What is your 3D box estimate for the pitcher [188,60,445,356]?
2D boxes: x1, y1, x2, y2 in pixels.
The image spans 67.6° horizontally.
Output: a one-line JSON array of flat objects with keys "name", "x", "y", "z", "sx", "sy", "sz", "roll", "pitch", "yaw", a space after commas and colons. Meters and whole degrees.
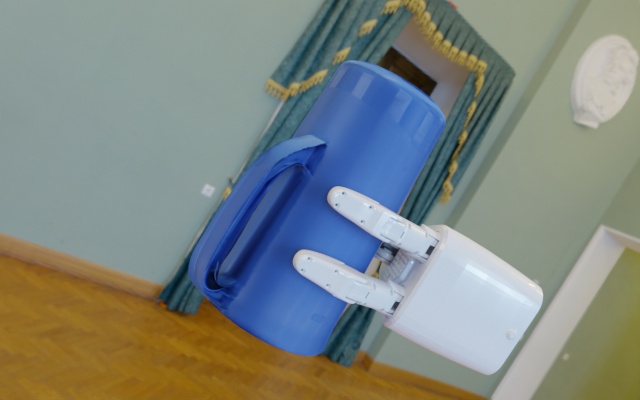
[{"name": "pitcher", "x": 0.000, "y": 0.001, "z": 0.423, "sx": 0.145, "sy": 0.243, "sz": 0.149, "roll": 30, "pitch": 4, "yaw": -8}]
